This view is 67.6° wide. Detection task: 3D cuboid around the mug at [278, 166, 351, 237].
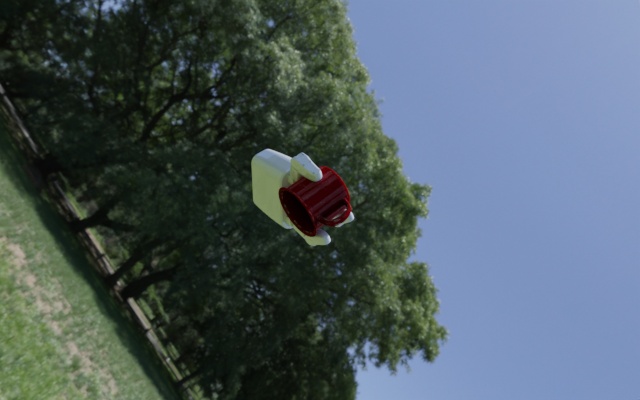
[{"bbox_3d":[0.001,0.003,0.755,0.081,0.093,0.117,-35,42,-23],"label":"mug"}]
